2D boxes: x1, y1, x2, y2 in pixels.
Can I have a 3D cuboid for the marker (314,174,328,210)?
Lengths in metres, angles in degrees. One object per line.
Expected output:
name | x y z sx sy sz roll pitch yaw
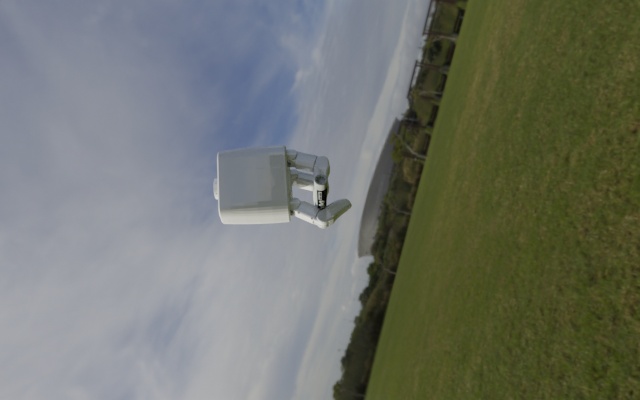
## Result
marker | 0.000 0.002 0.711 0.020 0.020 0.121 0 -31 0
